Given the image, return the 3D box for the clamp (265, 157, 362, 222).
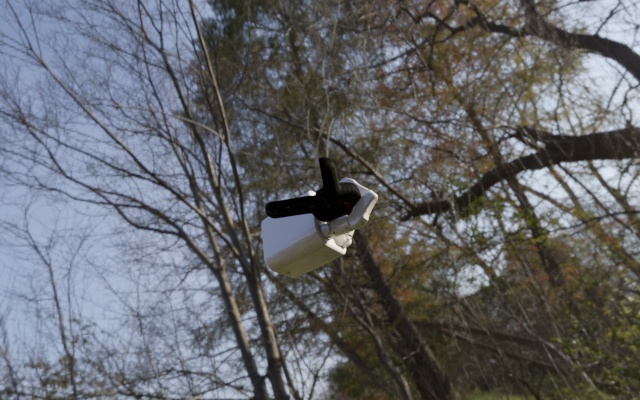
[{"bbox_3d":[0.000,0.002,0.703,0.120,0.039,0.171,-30,-31,17],"label":"clamp"}]
